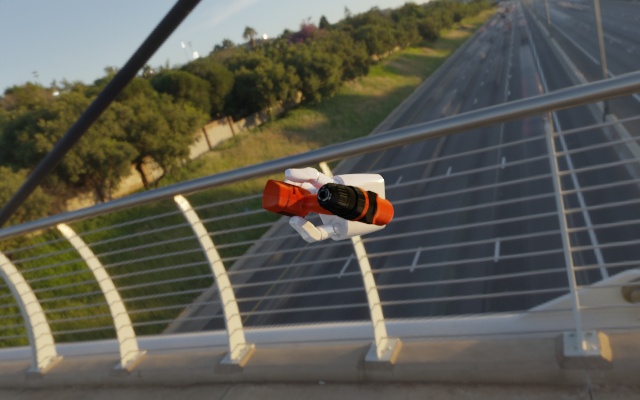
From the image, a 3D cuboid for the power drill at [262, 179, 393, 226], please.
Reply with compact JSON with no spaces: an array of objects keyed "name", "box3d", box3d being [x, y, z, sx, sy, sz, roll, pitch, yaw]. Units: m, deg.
[{"name":"power drill","box3d":[0.000,0.002,0.761,0.187,0.057,0.184,7,-7,36]}]
